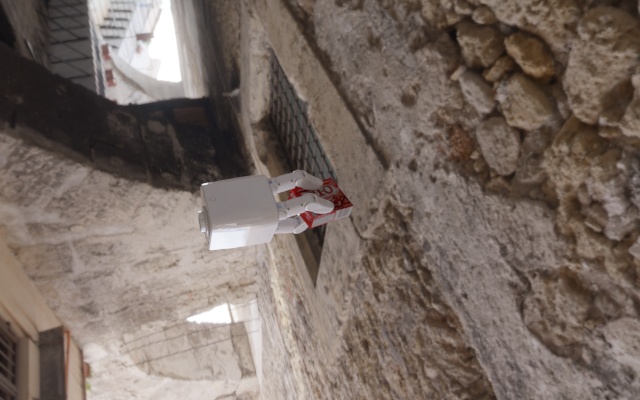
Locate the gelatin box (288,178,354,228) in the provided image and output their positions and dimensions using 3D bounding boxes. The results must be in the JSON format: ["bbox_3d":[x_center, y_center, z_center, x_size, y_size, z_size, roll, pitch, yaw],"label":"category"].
[{"bbox_3d":[0.000,0.003,0.823,0.089,0.073,0.030,-16,-36,-32],"label":"gelatin box"}]
